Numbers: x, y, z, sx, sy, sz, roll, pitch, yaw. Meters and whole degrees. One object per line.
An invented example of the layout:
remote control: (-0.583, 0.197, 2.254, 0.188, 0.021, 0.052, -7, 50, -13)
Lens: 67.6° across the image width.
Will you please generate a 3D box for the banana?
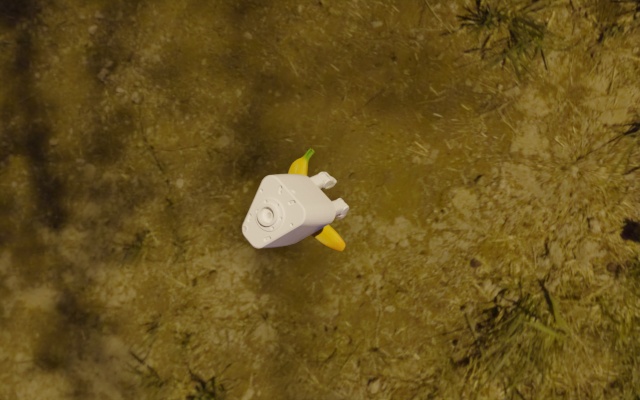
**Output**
banana: (-0.017, 0.006, 0.866, 0.069, 0.197, 0.037, -22, -9, 19)
